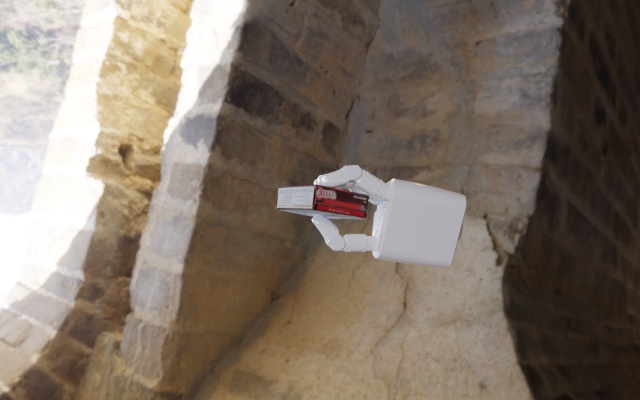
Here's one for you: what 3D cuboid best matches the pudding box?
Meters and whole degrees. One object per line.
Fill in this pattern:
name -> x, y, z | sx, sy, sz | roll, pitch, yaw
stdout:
pudding box -> 0.000, 0.002, 0.677 | 0.090, 0.039, 0.113 | 12, -8, -31
